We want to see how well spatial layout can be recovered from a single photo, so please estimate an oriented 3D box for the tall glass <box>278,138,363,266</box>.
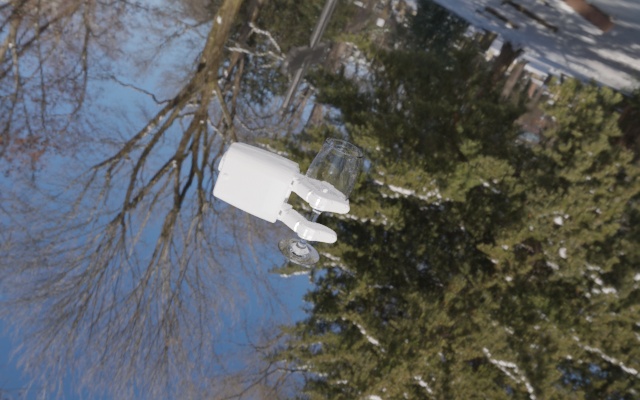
[{"bbox_3d":[0.000,0.003,0.761,0.079,0.201,0.079,20,24,-9],"label":"tall glass"}]
